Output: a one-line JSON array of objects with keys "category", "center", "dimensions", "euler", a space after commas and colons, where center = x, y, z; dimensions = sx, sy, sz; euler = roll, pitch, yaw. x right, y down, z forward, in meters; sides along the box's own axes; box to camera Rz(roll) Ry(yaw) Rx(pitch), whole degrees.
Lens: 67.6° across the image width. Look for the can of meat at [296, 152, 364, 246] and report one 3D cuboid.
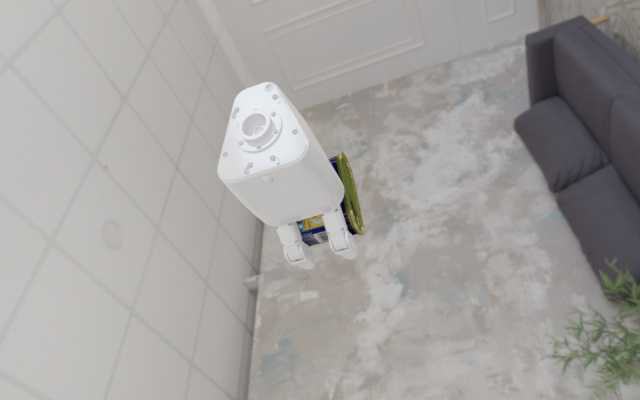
[{"category": "can of meat", "center": [0.000, 0.002, 0.579], "dimensions": [0.084, 0.102, 0.057], "euler": [-16, -25, 13]}]
